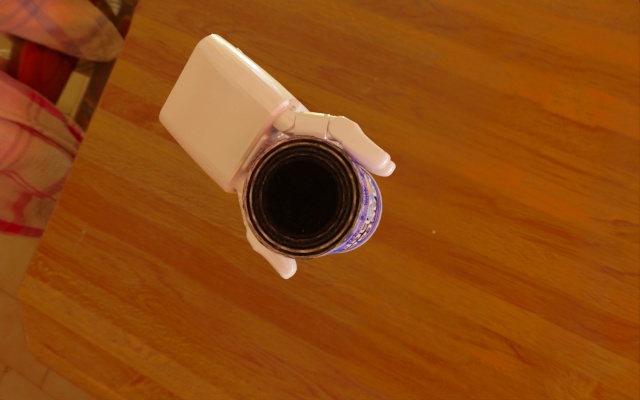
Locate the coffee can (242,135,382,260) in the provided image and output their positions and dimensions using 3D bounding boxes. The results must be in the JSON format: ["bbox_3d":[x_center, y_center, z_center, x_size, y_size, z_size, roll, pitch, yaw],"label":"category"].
[{"bbox_3d":[0.000,0.002,0.455,0.103,0.103,0.140,0,-4,13],"label":"coffee can"}]
